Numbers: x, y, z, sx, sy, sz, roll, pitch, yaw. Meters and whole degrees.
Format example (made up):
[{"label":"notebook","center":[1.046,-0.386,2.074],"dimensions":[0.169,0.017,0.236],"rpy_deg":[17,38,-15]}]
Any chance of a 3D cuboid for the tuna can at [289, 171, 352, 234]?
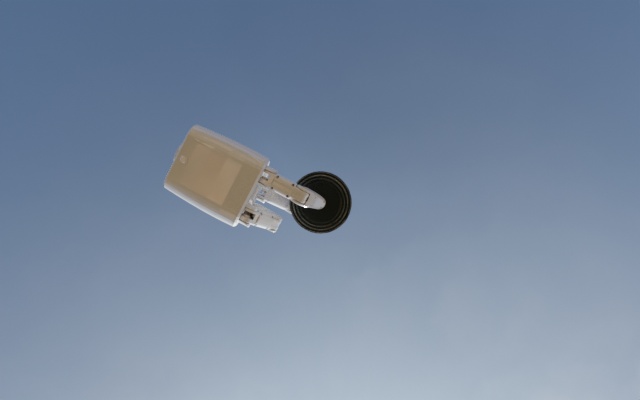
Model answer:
[{"label":"tuna can","center":[0.000,0.002,0.670],"dimensions":[0.086,0.086,0.034],"rpy_deg":[0,2,0]}]
